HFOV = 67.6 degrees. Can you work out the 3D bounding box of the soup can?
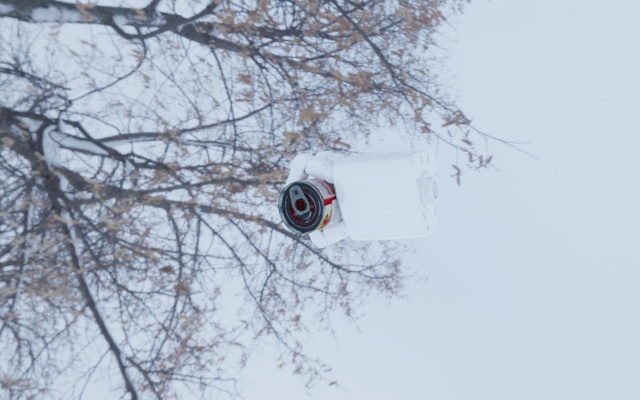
[{"bbox_3d":[0.000,0.002,0.638,0.068,0.068,0.102,0,8,31],"label":"soup can"}]
